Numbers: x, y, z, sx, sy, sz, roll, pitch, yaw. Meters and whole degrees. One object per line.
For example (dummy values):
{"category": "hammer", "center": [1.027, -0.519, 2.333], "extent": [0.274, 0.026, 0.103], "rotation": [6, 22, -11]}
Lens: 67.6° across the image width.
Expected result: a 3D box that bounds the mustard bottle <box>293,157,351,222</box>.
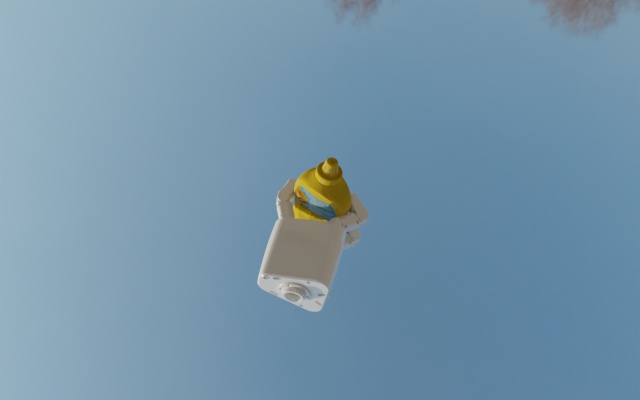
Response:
{"category": "mustard bottle", "center": [0.000, 0.002, 0.773], "extent": [0.096, 0.192, 0.058], "rotation": [35, 53, 16]}
